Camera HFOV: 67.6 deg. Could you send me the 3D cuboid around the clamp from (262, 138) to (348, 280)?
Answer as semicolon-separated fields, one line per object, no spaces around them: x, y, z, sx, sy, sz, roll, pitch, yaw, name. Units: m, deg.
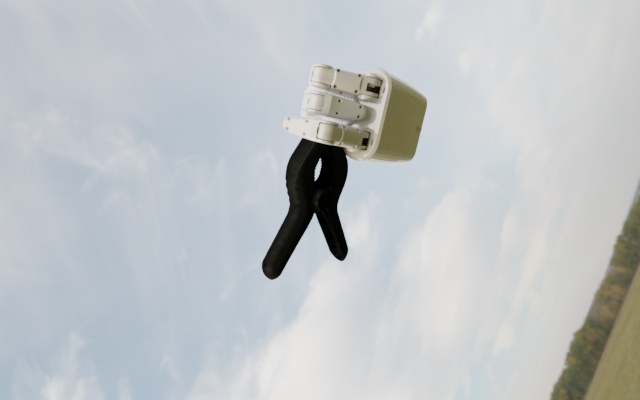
0.000;0.001;0.522;0.039;0.171;0.120;22;12;36;clamp
